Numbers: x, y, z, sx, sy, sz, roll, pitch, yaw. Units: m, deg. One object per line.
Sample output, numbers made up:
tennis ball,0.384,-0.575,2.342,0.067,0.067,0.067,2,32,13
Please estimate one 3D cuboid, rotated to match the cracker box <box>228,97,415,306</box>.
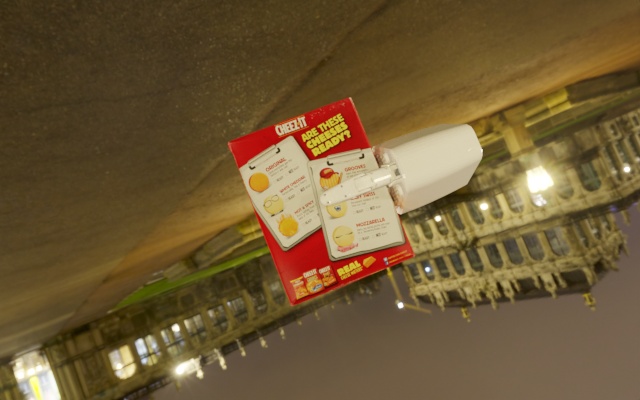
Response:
cracker box,0.000,0.002,0.606,0.164,0.213,0.072,-21,-5,-6
